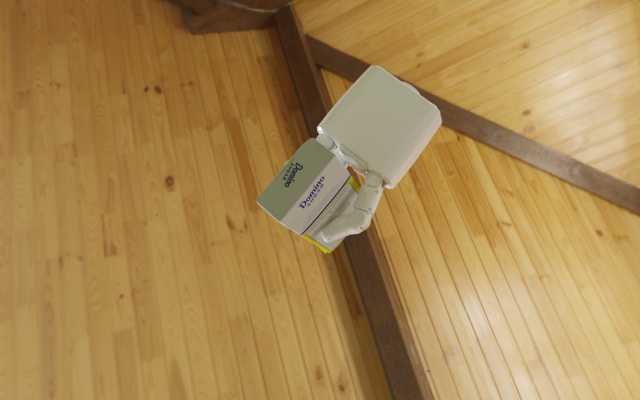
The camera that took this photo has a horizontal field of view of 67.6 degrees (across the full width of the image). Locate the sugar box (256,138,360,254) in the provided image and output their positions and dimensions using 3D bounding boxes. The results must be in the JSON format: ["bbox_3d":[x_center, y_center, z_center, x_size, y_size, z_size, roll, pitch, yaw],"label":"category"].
[{"bbox_3d":[0.000,0.001,0.572,0.048,0.093,0.176,39,-2,27],"label":"sugar box"}]
